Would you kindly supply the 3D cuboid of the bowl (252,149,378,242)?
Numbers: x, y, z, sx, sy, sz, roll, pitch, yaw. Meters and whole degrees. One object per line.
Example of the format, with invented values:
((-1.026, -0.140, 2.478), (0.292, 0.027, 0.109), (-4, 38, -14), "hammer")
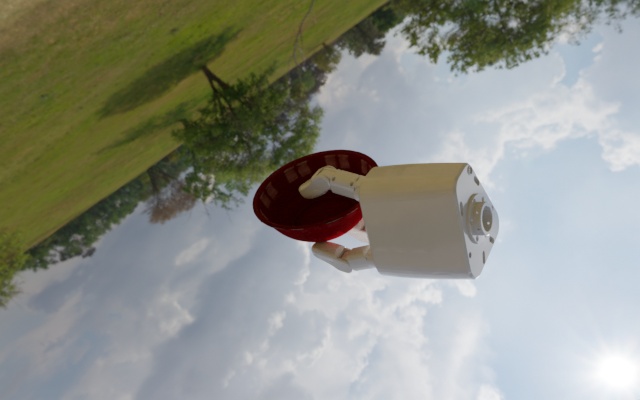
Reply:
((-0.001, 0.002, 0.597), (0.162, 0.055, 0.162), (-12, 35, 9), "bowl")
